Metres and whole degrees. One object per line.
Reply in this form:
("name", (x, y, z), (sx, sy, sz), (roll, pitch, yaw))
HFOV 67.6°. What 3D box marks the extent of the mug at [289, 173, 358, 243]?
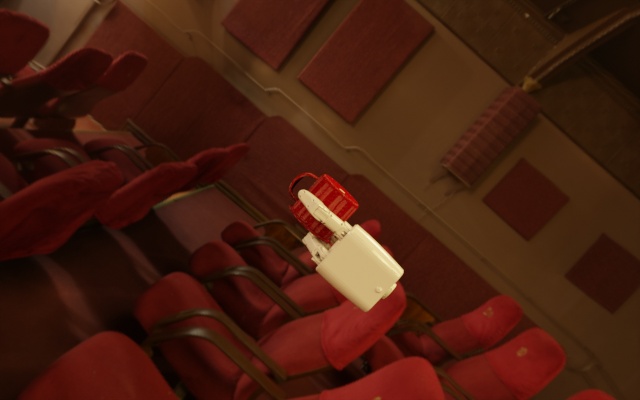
("mug", (-0.001, 0.001, 0.801), (0.117, 0.081, 0.093), (43, 8, 5))
